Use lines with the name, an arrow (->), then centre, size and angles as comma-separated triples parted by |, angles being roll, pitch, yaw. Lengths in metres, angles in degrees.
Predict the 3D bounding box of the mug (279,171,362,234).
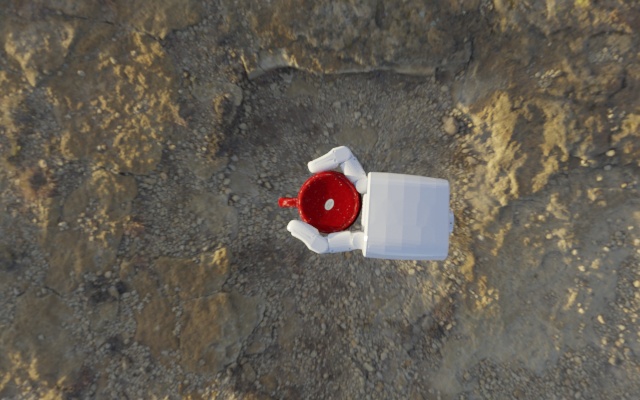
mug -> -0.001, 0.002, 0.664 | 0.117, 0.093, 0.081 | 3, 1, 4
